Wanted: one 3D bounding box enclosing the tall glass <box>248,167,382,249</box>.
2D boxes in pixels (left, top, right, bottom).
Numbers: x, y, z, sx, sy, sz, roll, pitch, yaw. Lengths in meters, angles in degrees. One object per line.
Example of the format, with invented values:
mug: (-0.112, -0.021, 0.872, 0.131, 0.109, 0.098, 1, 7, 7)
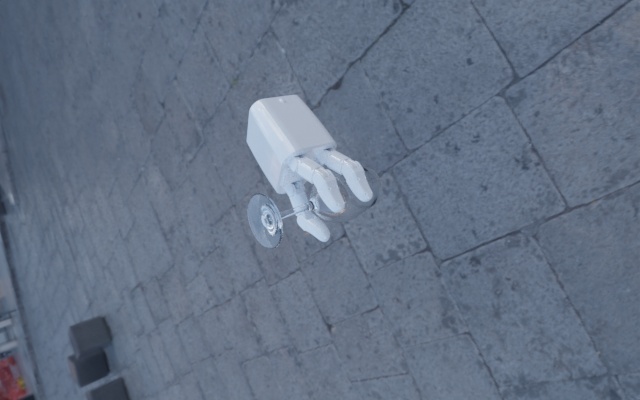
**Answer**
tall glass: (0.000, 0.003, 0.678, 0.201, 0.079, 0.079, -18, 12, -39)
